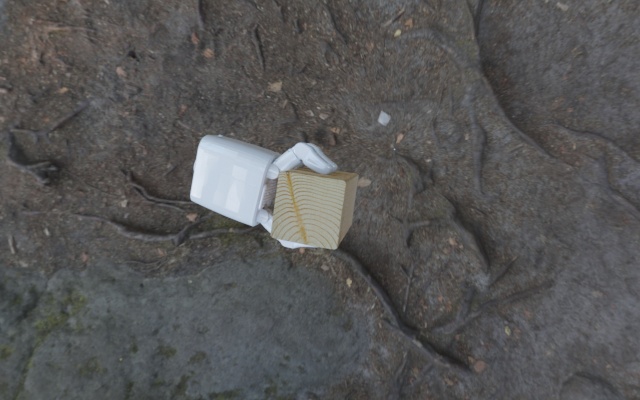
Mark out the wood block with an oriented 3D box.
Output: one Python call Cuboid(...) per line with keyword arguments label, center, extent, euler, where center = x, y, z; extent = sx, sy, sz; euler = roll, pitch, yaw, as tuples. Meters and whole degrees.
Cuboid(label="wood block", center=(0.000, 0.003, 0.705), extent=(0.090, 0.091, 0.206), euler=(10, 7, 8))
